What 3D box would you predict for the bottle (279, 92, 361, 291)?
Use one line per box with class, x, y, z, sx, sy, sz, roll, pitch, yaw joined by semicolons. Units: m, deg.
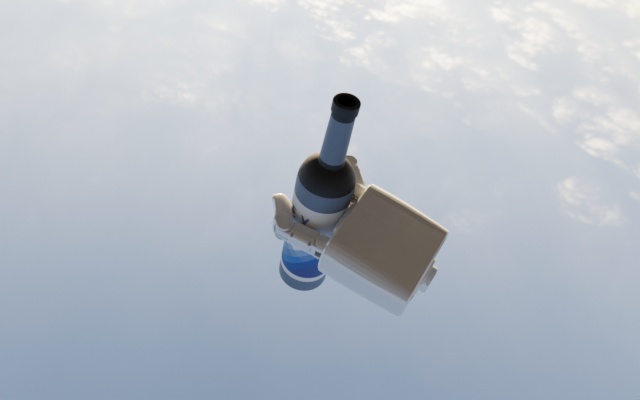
bottle;0.000;0.002;0.559;0.069;0.069;0.296;0;-41;-13
